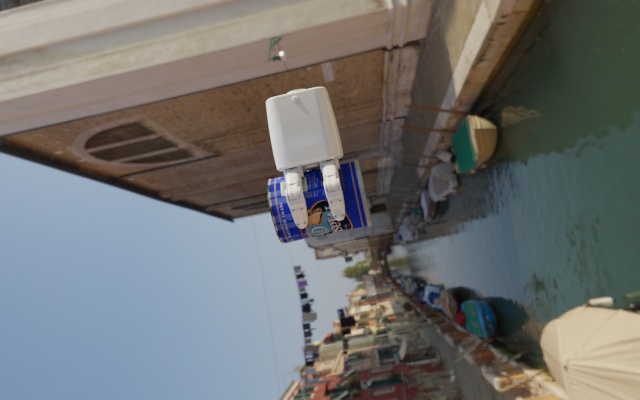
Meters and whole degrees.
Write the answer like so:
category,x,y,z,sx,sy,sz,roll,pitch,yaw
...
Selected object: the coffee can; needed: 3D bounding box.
category,x,y,z,sx,sy,sz,roll,pitch,yaw
coffee can,0.000,0.003,0.732,0.140,0.103,0.103,-12,-1,5
